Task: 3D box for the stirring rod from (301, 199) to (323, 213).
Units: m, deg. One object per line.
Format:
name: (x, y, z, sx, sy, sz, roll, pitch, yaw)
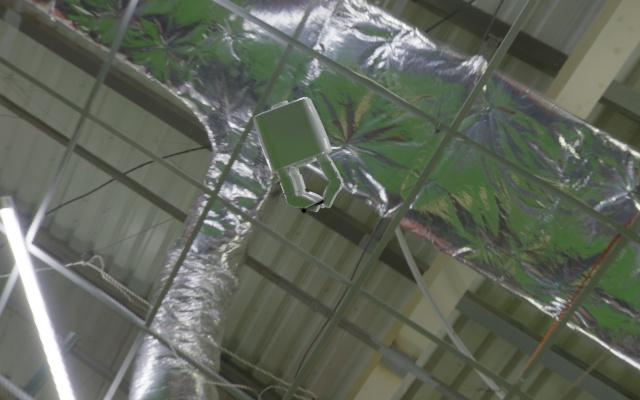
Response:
stirring rod: (0.000, 0.003, 0.855, 0.011, 0.011, 0.239, 0, 6, 12)
